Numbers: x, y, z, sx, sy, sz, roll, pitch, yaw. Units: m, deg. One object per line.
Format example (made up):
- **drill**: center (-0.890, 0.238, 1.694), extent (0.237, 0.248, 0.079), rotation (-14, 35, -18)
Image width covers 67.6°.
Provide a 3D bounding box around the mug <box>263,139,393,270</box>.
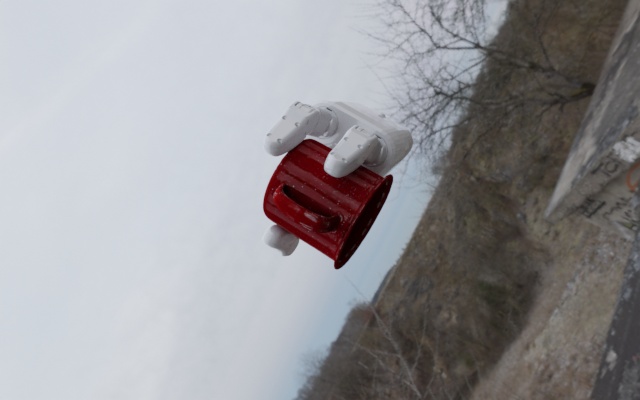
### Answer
- **mug**: center (-0.001, 0.002, 0.401), extent (0.081, 0.093, 0.117), rotation (31, 20, 14)
